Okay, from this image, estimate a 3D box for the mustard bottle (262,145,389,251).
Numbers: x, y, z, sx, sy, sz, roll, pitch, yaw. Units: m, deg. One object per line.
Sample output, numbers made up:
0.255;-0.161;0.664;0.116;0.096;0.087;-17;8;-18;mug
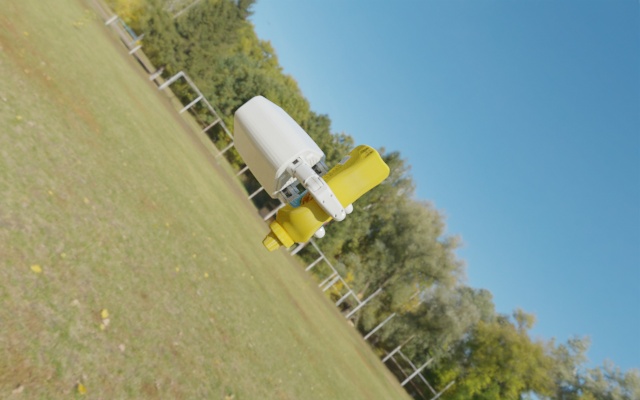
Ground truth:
0.001;0.002;0.651;0.191;0.058;0.096;-38;12;-6;mustard bottle
